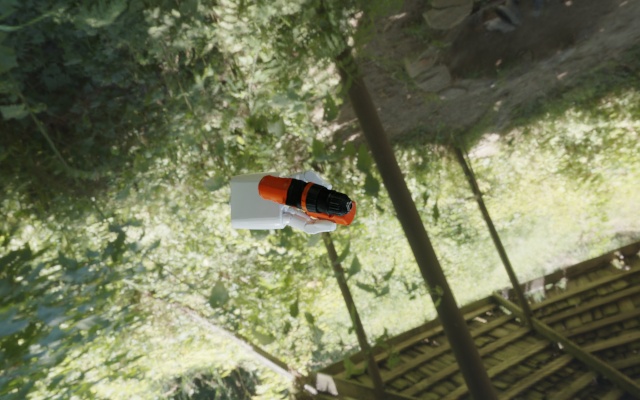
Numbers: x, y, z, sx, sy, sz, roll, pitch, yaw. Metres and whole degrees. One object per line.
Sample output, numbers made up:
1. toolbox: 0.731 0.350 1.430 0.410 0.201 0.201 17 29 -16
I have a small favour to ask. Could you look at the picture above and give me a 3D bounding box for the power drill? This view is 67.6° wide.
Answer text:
1. power drill: 0.000 0.003 0.899 0.184 0.057 0.188 15 -5 27
